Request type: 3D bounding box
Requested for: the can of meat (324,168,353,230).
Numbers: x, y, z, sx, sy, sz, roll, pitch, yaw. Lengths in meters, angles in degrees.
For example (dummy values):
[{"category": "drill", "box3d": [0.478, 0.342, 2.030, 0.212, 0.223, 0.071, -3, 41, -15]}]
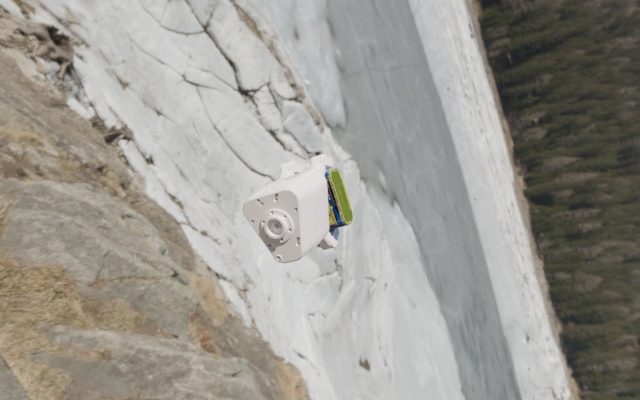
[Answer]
[{"category": "can of meat", "box3d": [0.000, 0.003, 0.802, 0.084, 0.102, 0.057, -15, 7, 23]}]
